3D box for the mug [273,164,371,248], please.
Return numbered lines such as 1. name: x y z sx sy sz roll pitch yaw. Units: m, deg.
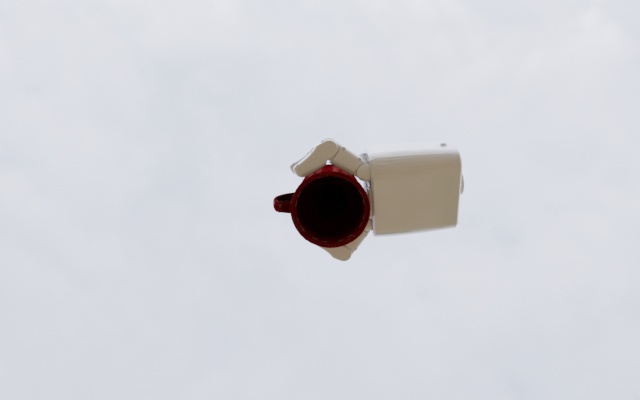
1. mug: -0.001 0.002 0.591 0.117 0.093 0.081 -4 15 2
